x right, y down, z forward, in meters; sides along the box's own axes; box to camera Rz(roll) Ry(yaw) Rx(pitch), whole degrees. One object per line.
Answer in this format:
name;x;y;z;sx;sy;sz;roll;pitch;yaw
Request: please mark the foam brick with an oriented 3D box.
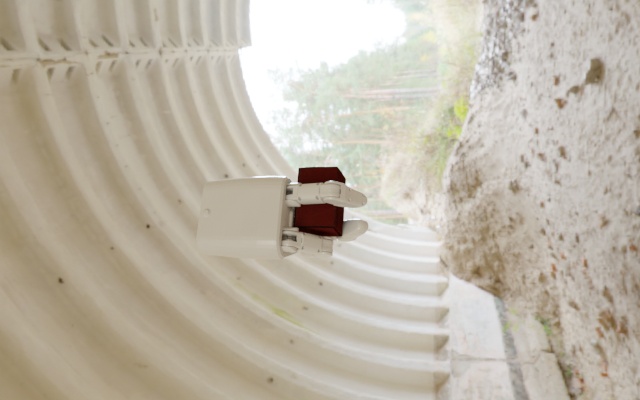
foam brick;0.000;0.002;0.589;0.051;0.078;0.053;0;-17;15
